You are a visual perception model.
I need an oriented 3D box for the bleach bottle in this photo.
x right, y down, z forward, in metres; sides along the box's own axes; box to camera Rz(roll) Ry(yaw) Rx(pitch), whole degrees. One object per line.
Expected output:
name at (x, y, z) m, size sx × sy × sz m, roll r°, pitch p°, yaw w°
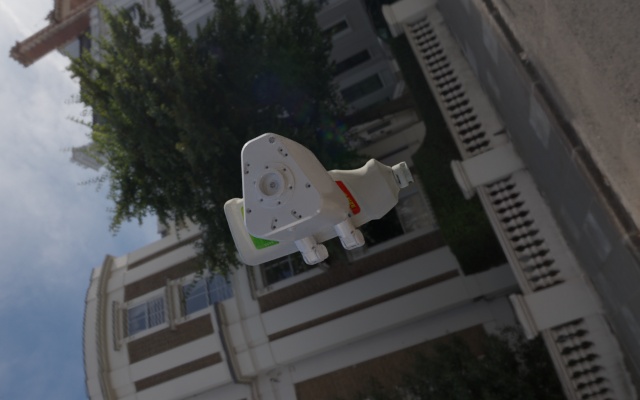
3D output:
bleach bottle at (0.000, 0.002, 0.649) m, size 0.251 × 0.102 × 0.068 m, roll -23°, pitch -9°, yaw 13°
